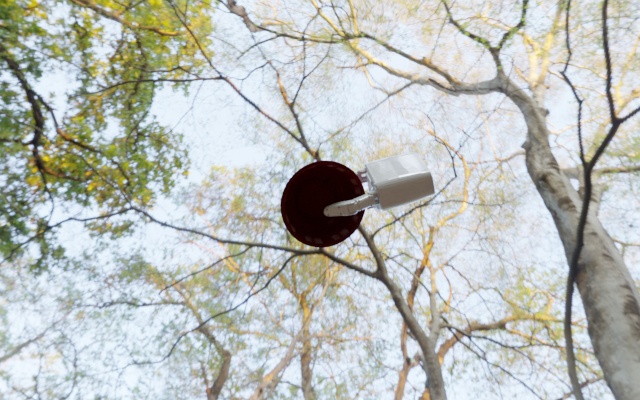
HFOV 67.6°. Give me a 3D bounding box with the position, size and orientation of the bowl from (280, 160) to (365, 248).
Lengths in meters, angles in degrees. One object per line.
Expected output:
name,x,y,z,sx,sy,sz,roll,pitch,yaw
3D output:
bowl,-0.001,0.003,0.885,0.162,0.162,0.055,0,12,-17
